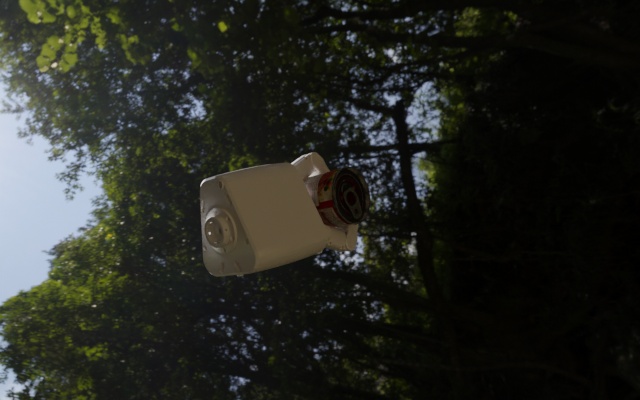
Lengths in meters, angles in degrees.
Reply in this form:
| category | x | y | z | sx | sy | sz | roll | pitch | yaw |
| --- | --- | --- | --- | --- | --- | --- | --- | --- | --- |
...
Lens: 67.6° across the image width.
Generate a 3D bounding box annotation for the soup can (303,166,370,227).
| category | x | y | z | sx | sy | sz | roll | pitch | yaw |
| --- | --- | --- | --- | --- | --- | --- | --- | --- | --- |
| soup can | 0.000 | 0.002 | 0.584 | 0.102 | 0.068 | 0.068 | -12 | -8 | 41 |
